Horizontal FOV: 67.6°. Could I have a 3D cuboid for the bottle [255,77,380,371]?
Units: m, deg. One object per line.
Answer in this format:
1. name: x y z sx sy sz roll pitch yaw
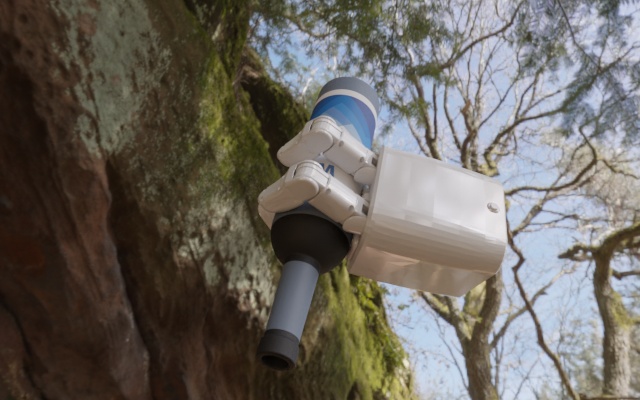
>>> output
1. bottle: 0.000 0.001 0.412 0.069 0.295 0.069 9 -42 8
